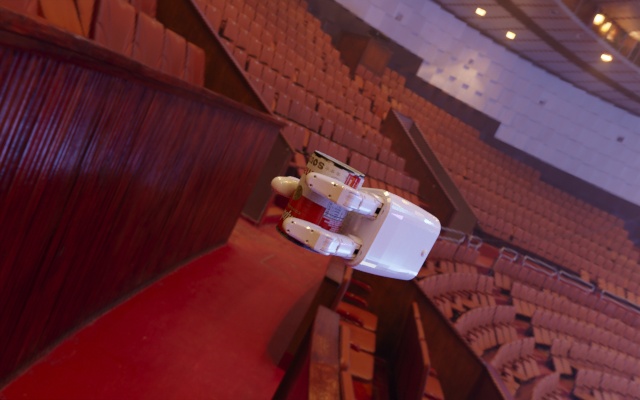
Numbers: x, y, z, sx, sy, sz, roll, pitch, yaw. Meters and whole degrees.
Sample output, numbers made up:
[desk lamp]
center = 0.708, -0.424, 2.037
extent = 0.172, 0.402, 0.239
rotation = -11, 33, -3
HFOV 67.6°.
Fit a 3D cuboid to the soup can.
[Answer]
[soup can]
center = 0.000, 0.001, 0.556
extent = 0.068, 0.102, 0.068
rotation = 26, 8, -4
